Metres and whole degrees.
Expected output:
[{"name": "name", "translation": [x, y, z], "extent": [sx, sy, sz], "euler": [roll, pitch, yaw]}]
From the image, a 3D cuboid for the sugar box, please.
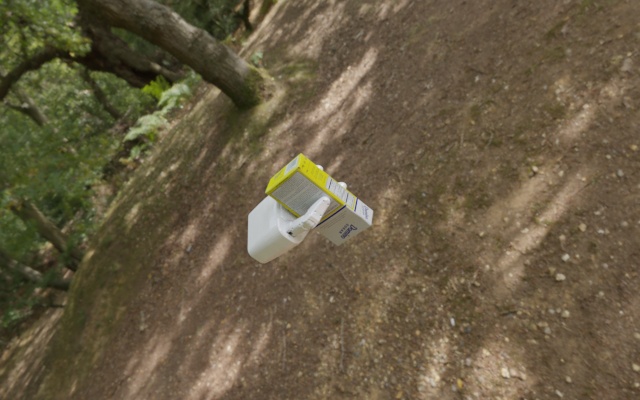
[{"name": "sugar box", "translation": [0.000, 0.002, 0.854], "extent": [0.176, 0.048, 0.093], "euler": [36, -49, -23]}]
